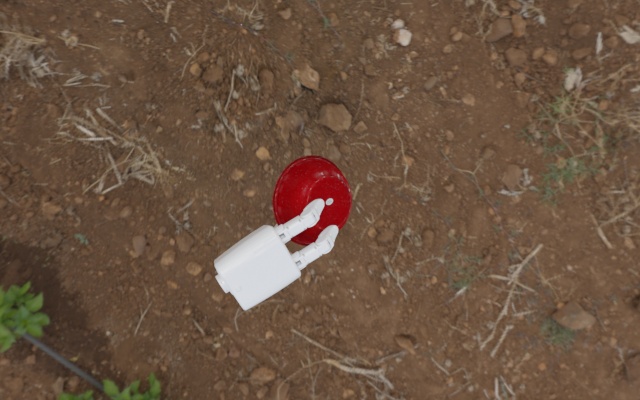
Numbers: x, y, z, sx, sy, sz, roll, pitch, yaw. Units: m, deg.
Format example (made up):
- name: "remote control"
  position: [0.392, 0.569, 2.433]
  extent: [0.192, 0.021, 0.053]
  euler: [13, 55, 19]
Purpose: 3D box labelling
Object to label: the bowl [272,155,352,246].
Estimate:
- name: "bowl"
  position: [0.001, 0.002, 0.826]
  extent: [0.162, 0.162, 0.055]
  euler: [0, 4, -35]
